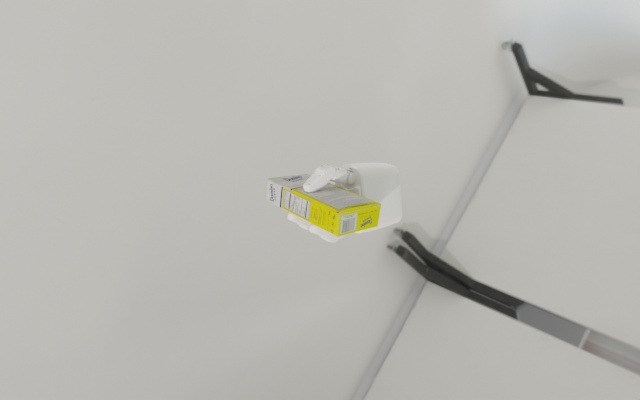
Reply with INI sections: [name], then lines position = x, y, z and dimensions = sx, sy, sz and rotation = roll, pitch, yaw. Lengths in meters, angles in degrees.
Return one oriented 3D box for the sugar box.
[sugar box]
position = 0.000, 0.003, 0.769
dimensions = 0.093, 0.048, 0.176
rotation = -9, 22, -41
